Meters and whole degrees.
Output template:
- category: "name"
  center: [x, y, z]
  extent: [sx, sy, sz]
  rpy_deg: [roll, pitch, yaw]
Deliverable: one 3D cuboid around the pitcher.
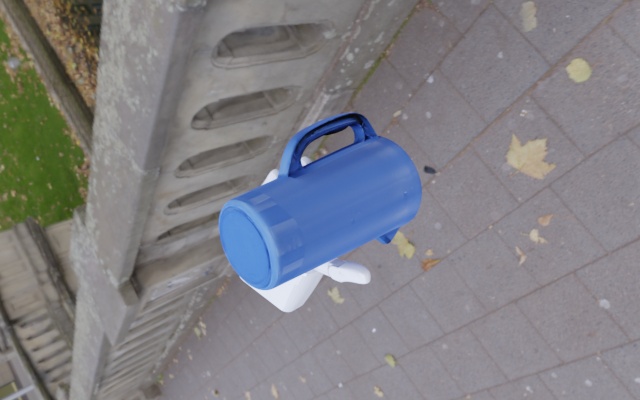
- category: "pitcher"
  center: [0.000, 0.002, 0.585]
  extent: [0.243, 0.149, 0.145]
  rpy_deg: [-24, -26, -39]
